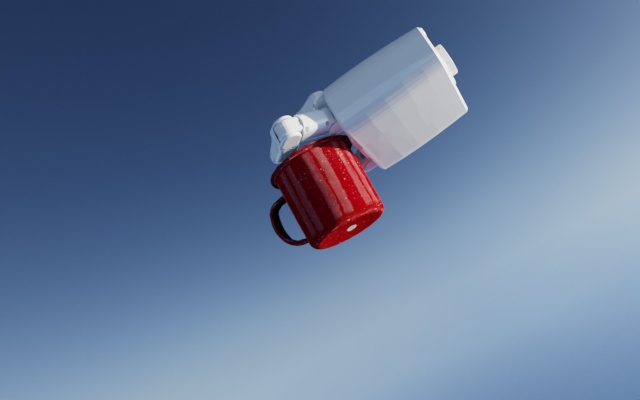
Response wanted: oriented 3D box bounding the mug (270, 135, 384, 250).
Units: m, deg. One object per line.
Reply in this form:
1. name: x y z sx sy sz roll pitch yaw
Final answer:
1. mug: -0.001 0.003 0.475 0.117 0.081 0.093 -34 -17 16
